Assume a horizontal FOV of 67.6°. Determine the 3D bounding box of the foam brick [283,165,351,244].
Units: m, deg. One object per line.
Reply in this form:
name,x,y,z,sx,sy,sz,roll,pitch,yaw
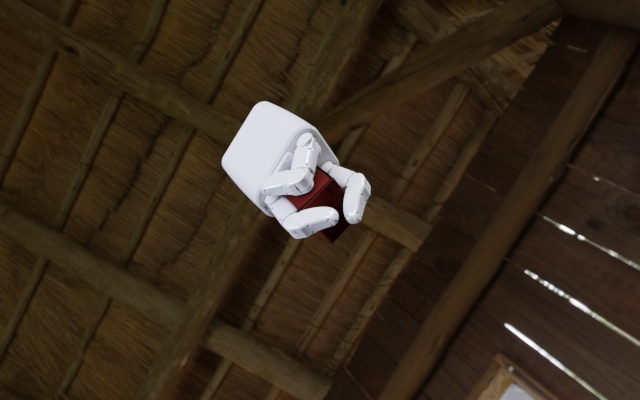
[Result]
foam brick,0.000,0.002,0.560,0.051,0.053,0.078,39,-9,44
